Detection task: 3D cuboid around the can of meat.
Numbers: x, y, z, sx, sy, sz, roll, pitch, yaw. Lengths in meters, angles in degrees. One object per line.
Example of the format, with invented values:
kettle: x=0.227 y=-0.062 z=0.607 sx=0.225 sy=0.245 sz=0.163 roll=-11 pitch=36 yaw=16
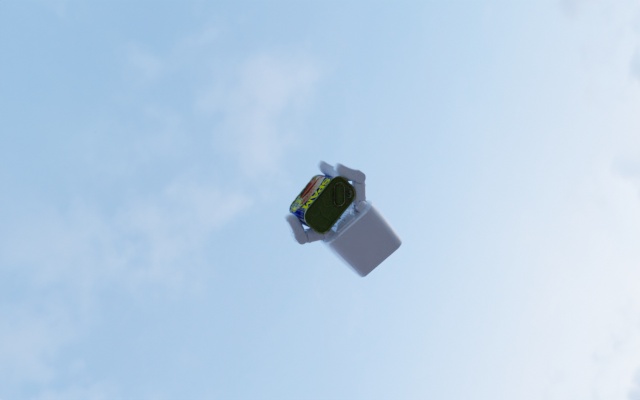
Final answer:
can of meat: x=0.000 y=0.003 z=0.834 sx=0.057 sy=0.102 sz=0.084 roll=44 pitch=-12 yaw=-23
